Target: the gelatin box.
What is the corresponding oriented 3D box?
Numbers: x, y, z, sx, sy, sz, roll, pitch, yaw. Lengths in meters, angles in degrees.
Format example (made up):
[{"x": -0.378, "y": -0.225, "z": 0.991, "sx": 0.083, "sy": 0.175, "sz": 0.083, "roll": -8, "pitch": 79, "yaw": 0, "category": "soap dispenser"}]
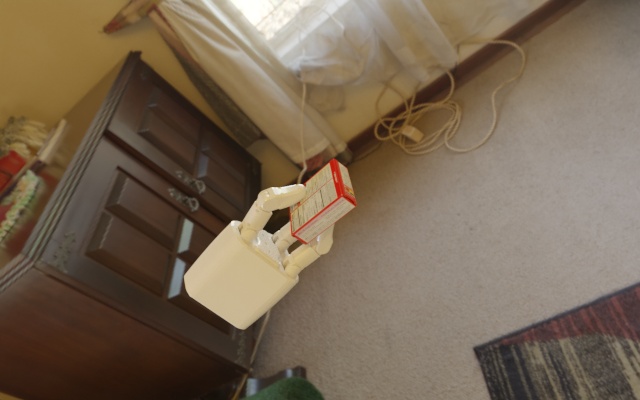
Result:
[{"x": 0.000, "y": 0.002, "z": 0.599, "sx": 0.030, "sy": 0.073, "sz": 0.089, "roll": 34, "pitch": -62, "yaw": -31, "category": "gelatin box"}]
